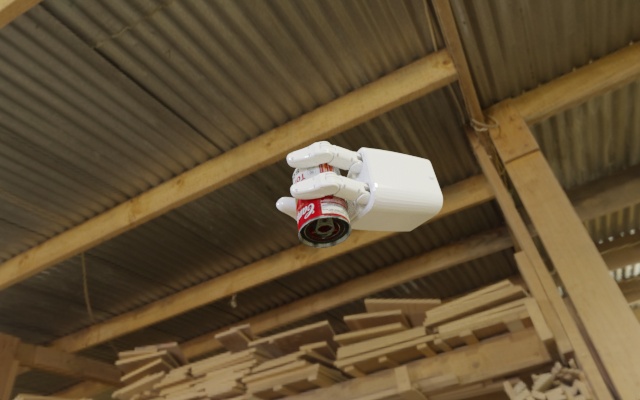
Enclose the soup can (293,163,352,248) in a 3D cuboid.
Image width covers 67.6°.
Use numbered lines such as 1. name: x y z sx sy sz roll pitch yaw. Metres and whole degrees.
1. soup can: 0.000 0.002 0.636 0.068 0.102 0.069 -5 -38 -4
